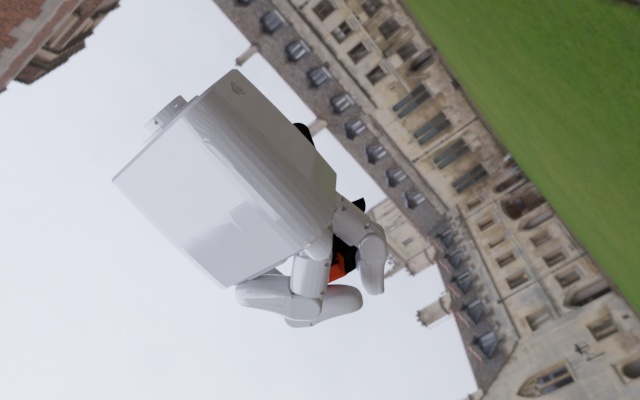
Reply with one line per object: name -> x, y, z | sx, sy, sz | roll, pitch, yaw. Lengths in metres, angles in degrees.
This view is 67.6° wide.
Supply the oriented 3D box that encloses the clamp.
clamp -> 0.000, 0.002, 0.414 | 0.039, 0.120, 0.171 | -37, 18, 19
